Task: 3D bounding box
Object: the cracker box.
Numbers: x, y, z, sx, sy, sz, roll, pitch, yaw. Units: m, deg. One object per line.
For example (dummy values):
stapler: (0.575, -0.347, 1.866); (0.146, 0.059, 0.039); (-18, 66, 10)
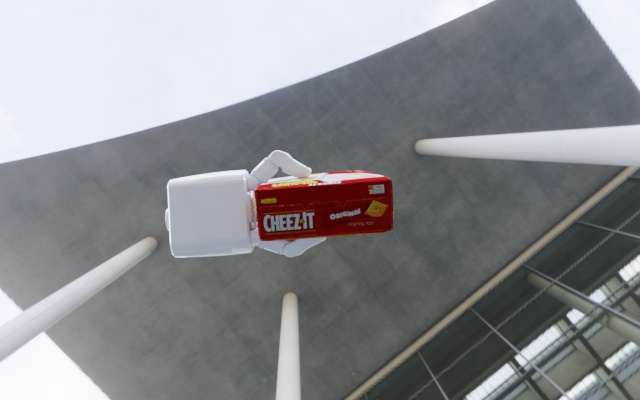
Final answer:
cracker box: (0.000, 0.002, 0.665); (0.164, 0.072, 0.213); (-5, 6, -2)
